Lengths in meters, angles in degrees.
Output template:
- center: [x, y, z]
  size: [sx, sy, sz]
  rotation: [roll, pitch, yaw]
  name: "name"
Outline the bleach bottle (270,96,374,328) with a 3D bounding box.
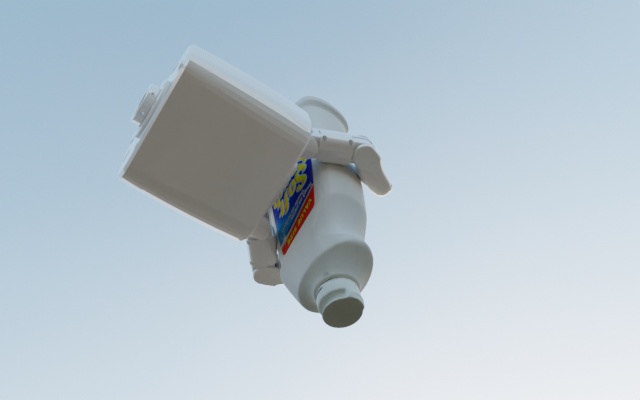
- center: [0.000, 0.001, 0.415]
  size: [0.068, 0.102, 0.250]
  rotation: [29, 23, -26]
  name: "bleach bottle"
